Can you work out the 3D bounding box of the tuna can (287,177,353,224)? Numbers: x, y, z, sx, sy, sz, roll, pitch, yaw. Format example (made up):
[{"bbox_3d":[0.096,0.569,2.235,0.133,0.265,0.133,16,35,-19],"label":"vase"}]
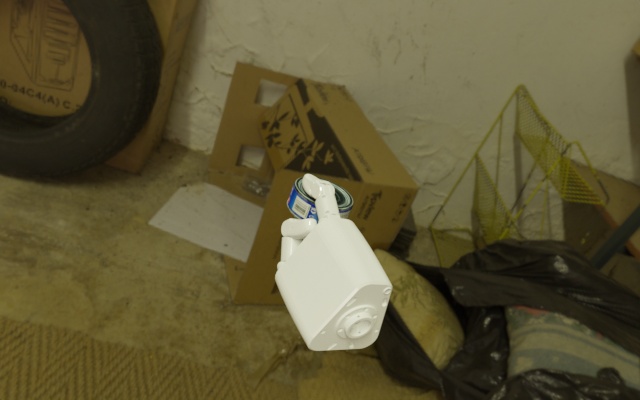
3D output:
[{"bbox_3d":[0.000,0.002,0.644,0.086,0.034,0.086,17,26,-9],"label":"tuna can"}]
